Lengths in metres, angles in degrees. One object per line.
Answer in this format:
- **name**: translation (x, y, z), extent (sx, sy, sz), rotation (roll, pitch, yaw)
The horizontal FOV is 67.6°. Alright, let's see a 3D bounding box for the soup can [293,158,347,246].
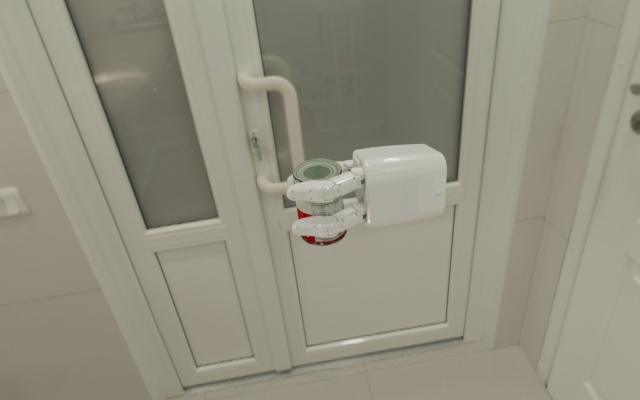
- **soup can**: translation (0.000, 0.002, 0.656), extent (0.068, 0.102, 0.068), rotation (-4, 33, 3)
